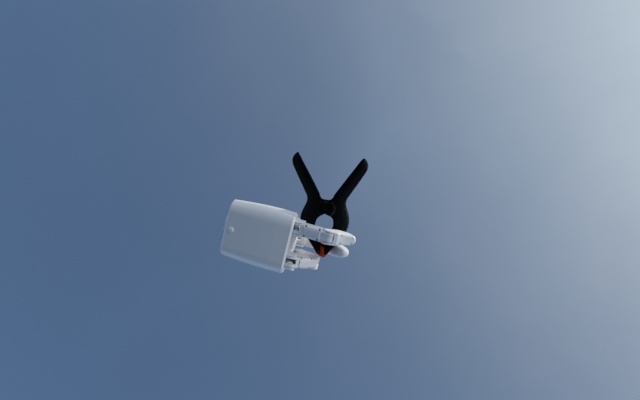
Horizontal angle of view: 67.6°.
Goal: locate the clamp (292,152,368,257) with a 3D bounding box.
[{"bbox_3d":[0.000,0.003,0.773,0.120,0.171,0.039,15,6,4],"label":"clamp"}]
